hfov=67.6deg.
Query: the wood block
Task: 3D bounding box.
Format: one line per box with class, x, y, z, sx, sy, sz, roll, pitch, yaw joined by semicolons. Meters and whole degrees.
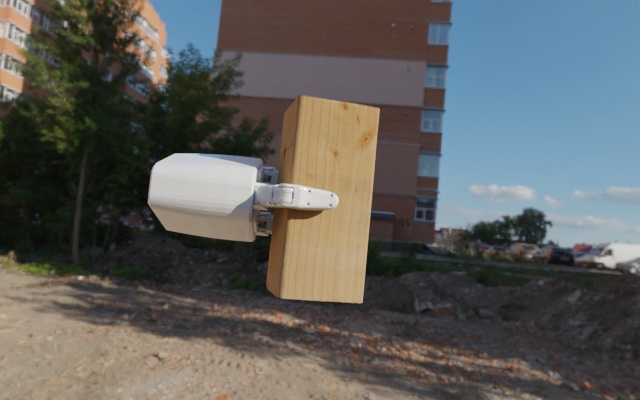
wood block;0.000;0.002;0.527;0.090;0.206;0.091;6;-4;-14
